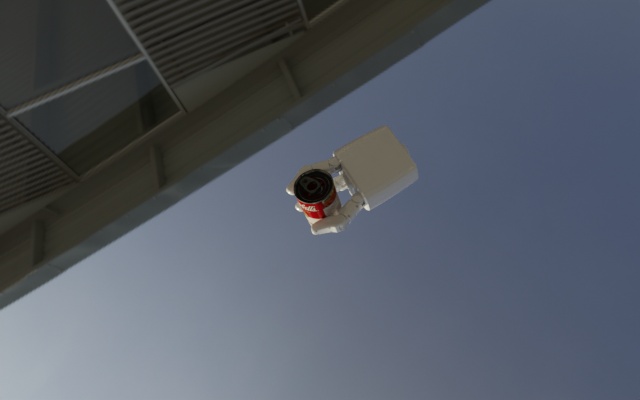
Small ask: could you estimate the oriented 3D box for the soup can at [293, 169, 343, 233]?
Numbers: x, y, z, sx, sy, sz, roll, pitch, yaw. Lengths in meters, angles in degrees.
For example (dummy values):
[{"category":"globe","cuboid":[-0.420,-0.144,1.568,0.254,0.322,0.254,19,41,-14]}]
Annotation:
[{"category":"soup can","cuboid":[0.000,0.003,0.813,0.068,0.068,0.102,0,-32,16]}]
